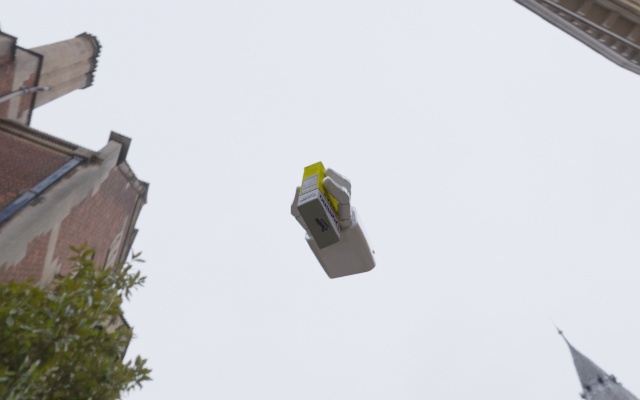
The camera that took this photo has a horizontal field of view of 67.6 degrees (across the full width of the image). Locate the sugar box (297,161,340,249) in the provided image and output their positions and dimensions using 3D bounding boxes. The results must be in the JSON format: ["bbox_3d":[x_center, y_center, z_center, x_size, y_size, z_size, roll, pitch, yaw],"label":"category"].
[{"bbox_3d":[0.001,0.003,0.873,0.048,0.093,0.176,-23,23,10],"label":"sugar box"}]
